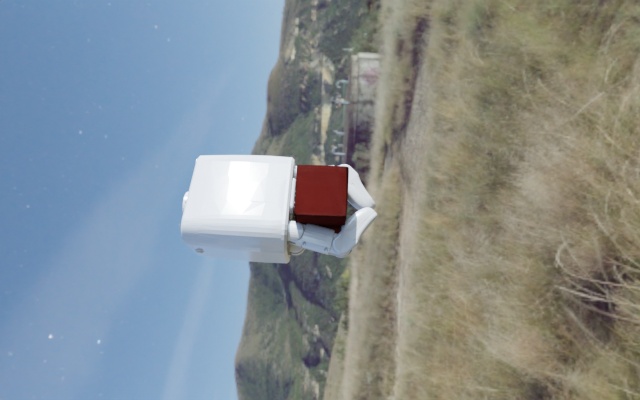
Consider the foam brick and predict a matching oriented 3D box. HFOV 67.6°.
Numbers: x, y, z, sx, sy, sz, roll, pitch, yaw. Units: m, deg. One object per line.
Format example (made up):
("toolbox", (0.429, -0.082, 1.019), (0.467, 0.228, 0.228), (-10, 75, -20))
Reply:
("foam brick", (0.000, 0.001, 0.491), (0.051, 0.053, 0.078), (3, -18, 0))
